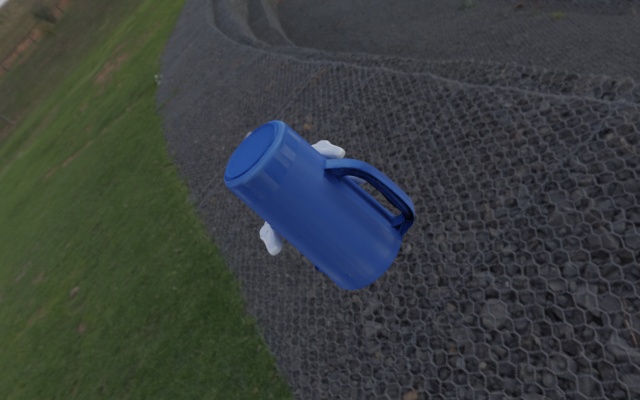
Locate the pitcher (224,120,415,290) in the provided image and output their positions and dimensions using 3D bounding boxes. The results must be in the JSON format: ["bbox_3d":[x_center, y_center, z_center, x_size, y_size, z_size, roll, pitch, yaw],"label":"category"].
[{"bbox_3d":[0.000,0.002,0.645,0.243,0.149,0.145,41,-10,-29],"label":"pitcher"}]
